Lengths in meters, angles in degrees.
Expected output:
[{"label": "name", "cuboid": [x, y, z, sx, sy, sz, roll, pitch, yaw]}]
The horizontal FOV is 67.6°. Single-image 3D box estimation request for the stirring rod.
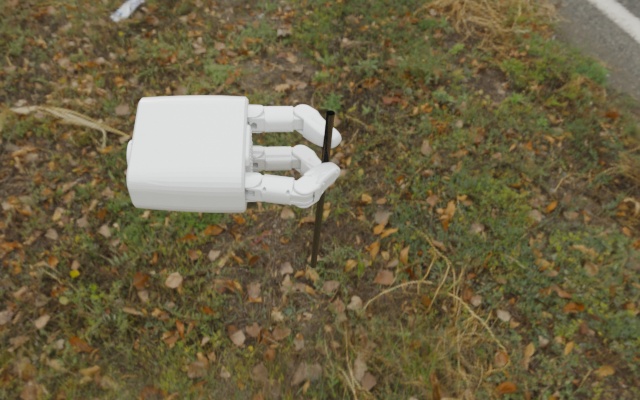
[{"label": "stirring rod", "cuboid": [0.000, 0.002, 0.524, 0.011, 0.011, 0.240, 0, -43, -6]}]
